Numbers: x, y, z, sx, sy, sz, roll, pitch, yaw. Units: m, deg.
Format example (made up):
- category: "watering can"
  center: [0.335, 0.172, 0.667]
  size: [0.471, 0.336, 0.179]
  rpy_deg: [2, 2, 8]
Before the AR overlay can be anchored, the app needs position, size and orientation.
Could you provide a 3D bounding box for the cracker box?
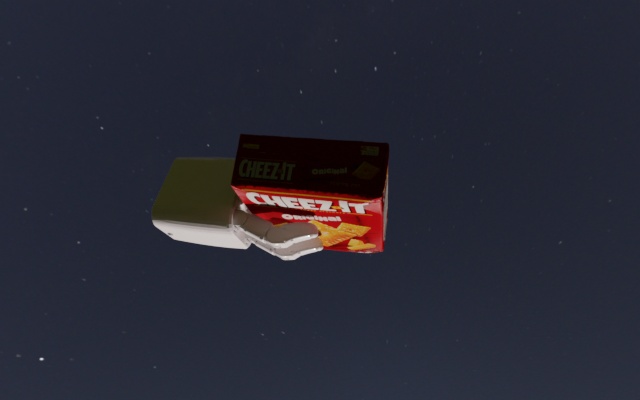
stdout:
- category: "cracker box"
  center: [0.000, 0.002, 0.593]
  size: [0.164, 0.072, 0.214]
  rpy_deg: [4, -20, 9]
